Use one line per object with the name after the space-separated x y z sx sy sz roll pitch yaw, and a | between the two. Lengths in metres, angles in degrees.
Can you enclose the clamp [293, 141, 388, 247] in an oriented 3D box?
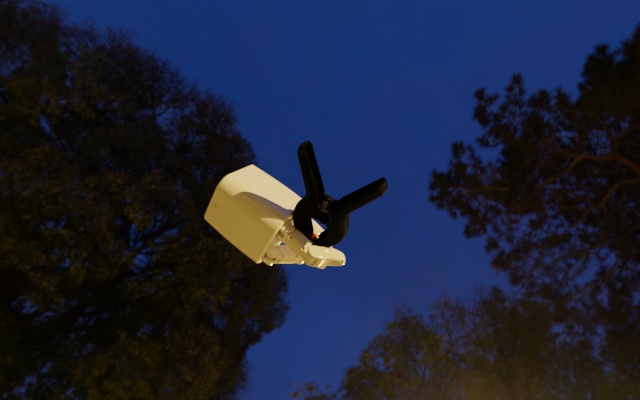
0.000 0.002 0.634 0.120 0.171 0.039 37 38 5 | clamp
